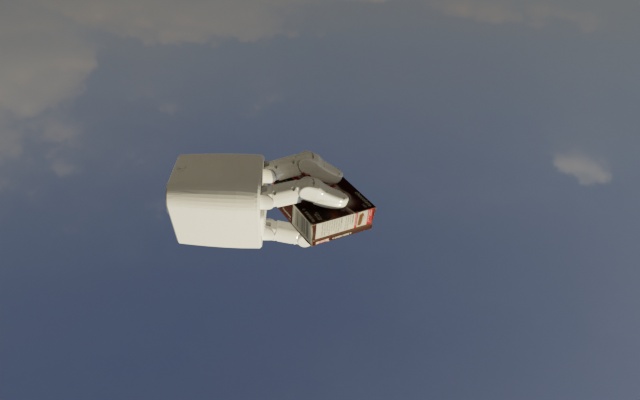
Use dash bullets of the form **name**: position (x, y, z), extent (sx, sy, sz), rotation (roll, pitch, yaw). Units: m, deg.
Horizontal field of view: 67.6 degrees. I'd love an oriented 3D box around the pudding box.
- **pudding box**: position (0.000, 0.002, 0.597), extent (0.090, 0.039, 0.113), rotation (-15, 42, -27)
